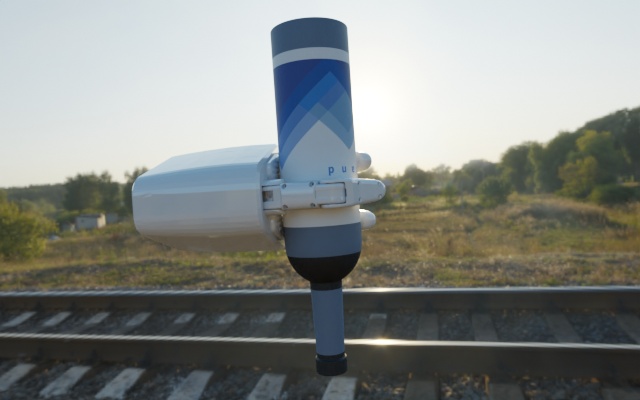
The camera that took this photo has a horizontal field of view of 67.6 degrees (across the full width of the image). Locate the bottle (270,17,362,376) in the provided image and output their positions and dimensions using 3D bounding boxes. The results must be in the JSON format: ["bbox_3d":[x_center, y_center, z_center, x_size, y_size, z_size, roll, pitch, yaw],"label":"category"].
[{"bbox_3d":[0.000,0.001,0.412,0.069,0.295,0.069,-4,1,0],"label":"bottle"}]
